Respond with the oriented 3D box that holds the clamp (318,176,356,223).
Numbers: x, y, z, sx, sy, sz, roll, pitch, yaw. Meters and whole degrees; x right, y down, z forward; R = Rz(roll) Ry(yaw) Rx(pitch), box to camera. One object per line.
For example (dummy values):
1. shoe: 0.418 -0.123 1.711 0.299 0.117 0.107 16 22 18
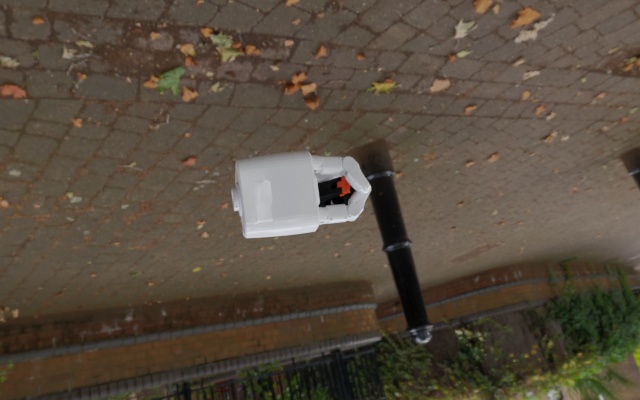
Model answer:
1. clamp: 0.000 0.003 0.777 0.120 0.039 0.171 -5 -20 -13
